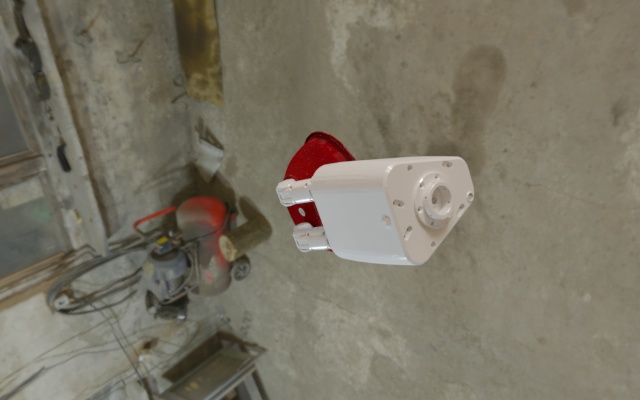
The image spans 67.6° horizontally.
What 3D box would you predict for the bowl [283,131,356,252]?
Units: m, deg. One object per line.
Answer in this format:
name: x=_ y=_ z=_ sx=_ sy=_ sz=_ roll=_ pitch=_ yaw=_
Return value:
bowl: x=-0.001 y=0.002 z=0.575 sx=0.055 sy=0.162 sz=0.162 roll=-25 pitch=10 yaw=-22
